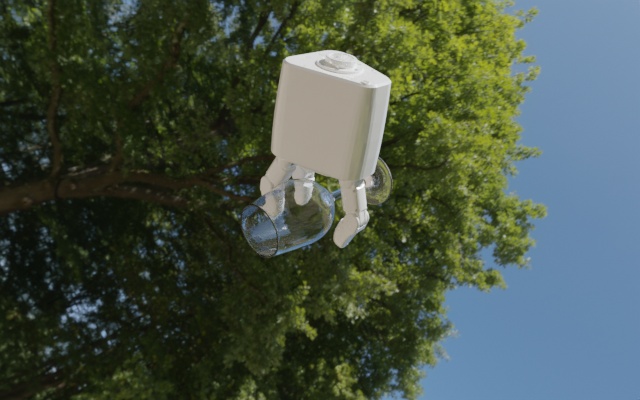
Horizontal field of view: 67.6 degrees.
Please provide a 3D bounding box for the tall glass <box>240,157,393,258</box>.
[{"bbox_3d":[0.001,0.002,0.578,0.079,0.079,0.201,0,19,45],"label":"tall glass"}]
